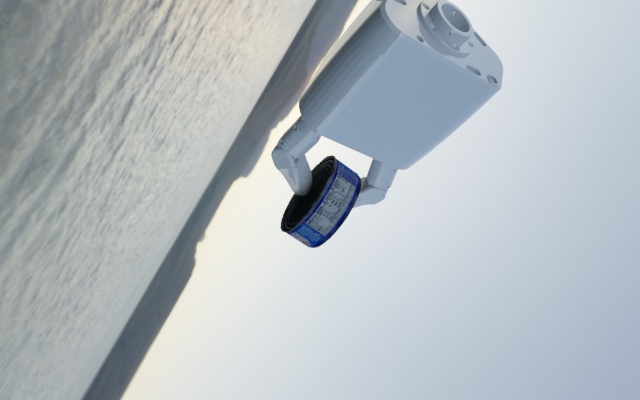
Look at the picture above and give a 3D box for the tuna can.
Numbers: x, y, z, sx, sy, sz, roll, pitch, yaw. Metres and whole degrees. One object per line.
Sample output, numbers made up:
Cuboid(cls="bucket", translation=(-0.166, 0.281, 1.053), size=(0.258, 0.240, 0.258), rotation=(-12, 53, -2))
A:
Cuboid(cls="tuna can", translation=(0.000, 0.002, 0.451), size=(0.034, 0.086, 0.086), rotation=(34, -11, -16))
